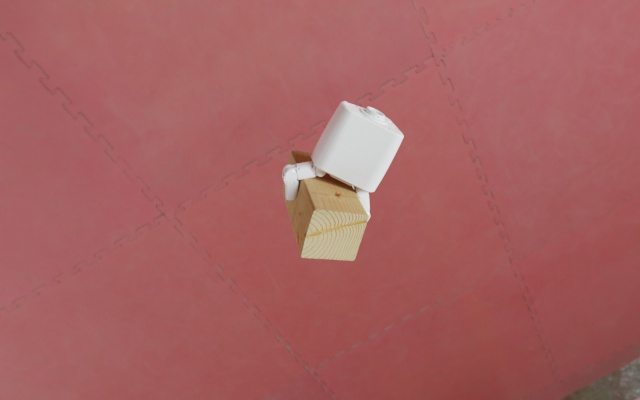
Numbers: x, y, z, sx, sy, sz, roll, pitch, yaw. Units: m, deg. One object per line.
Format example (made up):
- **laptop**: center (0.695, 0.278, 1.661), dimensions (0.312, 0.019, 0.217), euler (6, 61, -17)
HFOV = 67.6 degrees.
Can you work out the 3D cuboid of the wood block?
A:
- **wood block**: center (0.000, 0.002, 0.810), dimensions (0.091, 0.090, 0.206), euler (6, 29, -17)
